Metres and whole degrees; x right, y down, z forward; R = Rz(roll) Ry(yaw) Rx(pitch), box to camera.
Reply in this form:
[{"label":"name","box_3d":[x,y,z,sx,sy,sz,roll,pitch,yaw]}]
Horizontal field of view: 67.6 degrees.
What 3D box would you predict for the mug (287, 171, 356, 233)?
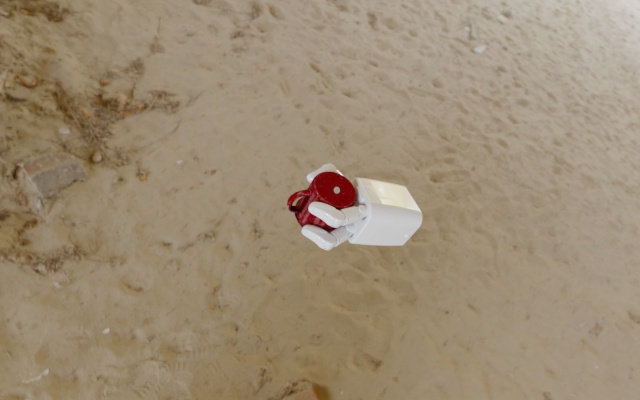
[{"label":"mug","box_3d":[-0.001,0.002,0.823,0.117,0.093,0.081,6,-39,-22]}]
